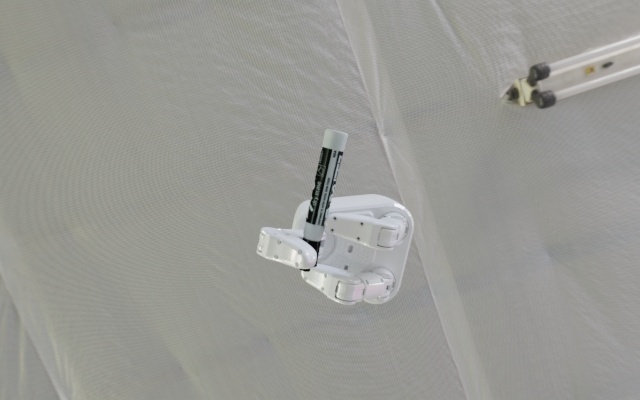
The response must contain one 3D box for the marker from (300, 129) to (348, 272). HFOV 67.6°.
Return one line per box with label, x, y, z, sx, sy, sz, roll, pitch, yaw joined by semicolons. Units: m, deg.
marker;0.000;0.001;0.400;0.020;0.121;0.020;13;7;-2
